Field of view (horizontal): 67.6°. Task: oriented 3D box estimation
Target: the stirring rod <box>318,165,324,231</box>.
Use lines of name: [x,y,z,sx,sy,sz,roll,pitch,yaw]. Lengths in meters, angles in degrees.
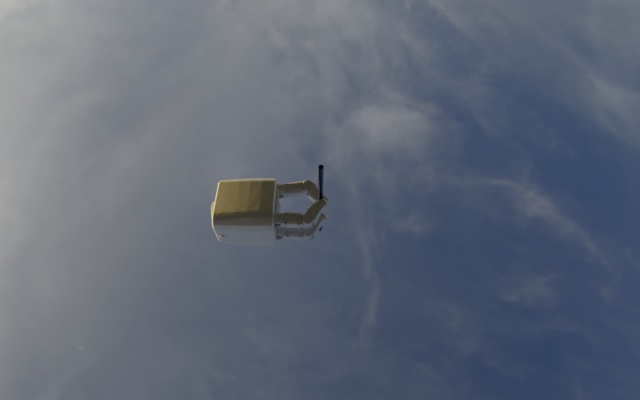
stirring rod: [0.000,0.003,0.843,0.011,0.011,0.240,0,-27,0]
